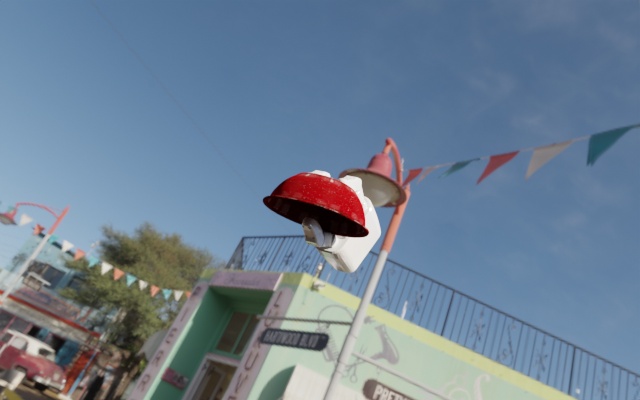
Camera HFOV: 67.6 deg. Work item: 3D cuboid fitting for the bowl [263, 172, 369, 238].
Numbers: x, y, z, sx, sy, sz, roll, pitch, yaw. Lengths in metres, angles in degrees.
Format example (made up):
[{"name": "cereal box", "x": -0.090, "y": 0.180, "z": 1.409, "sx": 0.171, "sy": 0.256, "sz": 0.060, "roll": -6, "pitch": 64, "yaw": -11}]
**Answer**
[{"name": "bowl", "x": 0.000, "y": 0.001, "z": 0.697, "sx": 0.162, "sy": 0.055, "sz": 0.162, "roll": 17, "pitch": -14, "yaw": 4}]
